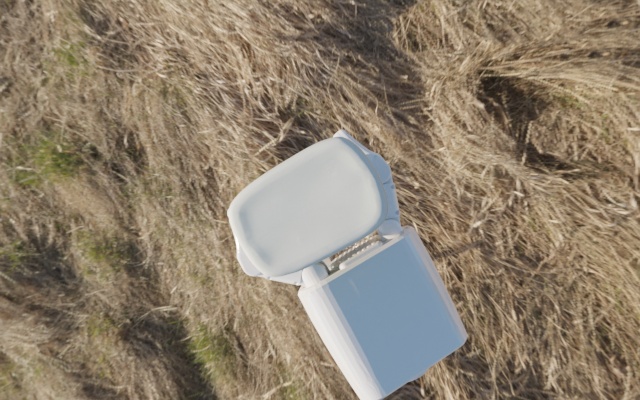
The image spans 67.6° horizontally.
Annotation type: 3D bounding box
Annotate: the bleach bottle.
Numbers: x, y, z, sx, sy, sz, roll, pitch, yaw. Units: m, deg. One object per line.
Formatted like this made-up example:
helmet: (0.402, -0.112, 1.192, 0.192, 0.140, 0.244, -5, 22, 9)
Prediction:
bleach bottle: (0.000, 0.001, 0.420, 0.102, 0.068, 0.251, -29, 0, 5)
